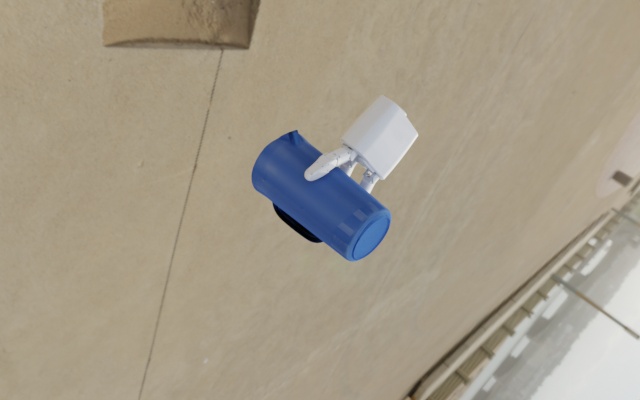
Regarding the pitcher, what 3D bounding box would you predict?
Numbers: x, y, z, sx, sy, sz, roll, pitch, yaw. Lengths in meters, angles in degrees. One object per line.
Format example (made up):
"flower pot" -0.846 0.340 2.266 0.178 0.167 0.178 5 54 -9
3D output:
"pitcher" 0.000 0.003 0.842 0.242 0.145 0.149 40 -3 28
